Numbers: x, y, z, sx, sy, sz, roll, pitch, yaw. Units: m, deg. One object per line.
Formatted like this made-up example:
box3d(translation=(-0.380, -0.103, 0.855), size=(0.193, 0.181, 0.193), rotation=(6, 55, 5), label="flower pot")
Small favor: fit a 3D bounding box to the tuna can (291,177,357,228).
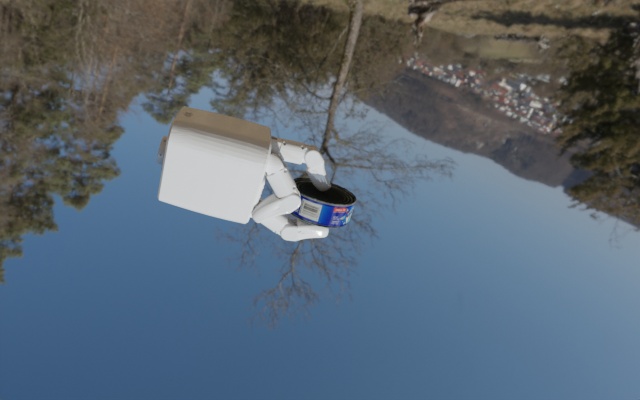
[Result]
box3d(translation=(0.000, 0.003, 0.607), size=(0.086, 0.034, 0.086), rotation=(14, 19, -5), label="tuna can")
